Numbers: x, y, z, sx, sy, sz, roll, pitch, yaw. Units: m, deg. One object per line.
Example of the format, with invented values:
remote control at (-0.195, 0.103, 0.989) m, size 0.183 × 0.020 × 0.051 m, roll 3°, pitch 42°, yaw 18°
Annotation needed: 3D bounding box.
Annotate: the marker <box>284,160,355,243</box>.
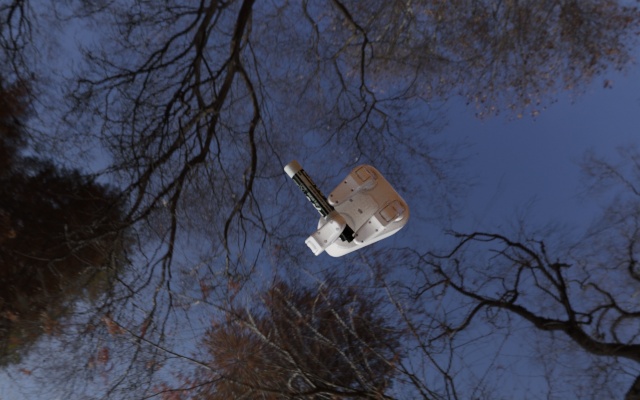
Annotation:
marker at (0.000, 0.002, 0.578) m, size 0.020 × 0.121 × 0.020 m, roll -38°, pitch -9°, yaw -7°
